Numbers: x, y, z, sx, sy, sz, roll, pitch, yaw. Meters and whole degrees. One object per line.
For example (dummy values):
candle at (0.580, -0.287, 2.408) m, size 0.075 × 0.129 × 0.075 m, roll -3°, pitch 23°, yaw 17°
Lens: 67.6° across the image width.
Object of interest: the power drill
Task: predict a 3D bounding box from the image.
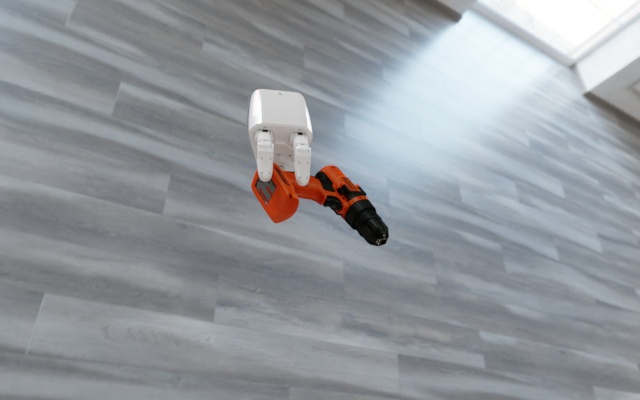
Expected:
power drill at (0.000, 0.002, 0.738) m, size 0.187 × 0.057 × 0.184 m, roll 8°, pitch 31°, yaw -41°
